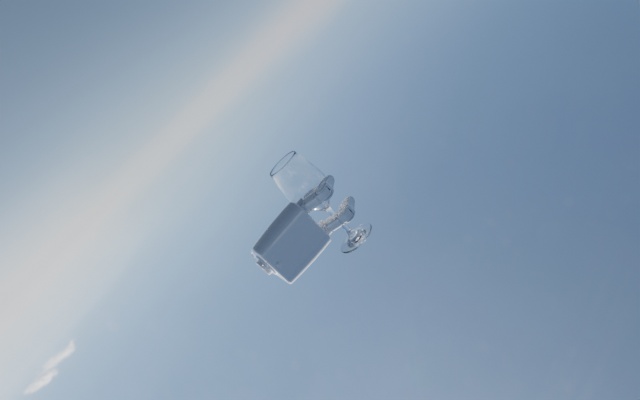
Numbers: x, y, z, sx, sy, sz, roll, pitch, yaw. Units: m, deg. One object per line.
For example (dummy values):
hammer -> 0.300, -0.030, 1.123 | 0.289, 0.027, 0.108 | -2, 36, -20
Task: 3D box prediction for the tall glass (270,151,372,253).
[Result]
tall glass -> 0.001, 0.003, 0.857 | 0.201, 0.079, 0.079 | 46, -17, -17
